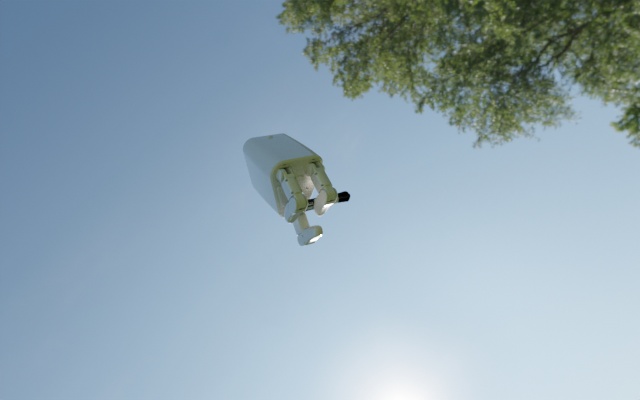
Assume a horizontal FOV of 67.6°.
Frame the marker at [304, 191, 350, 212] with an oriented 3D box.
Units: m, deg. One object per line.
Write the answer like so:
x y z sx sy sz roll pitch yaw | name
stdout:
0.000 0.003 0.789 0.121 0.020 0.020 -13 7 -34 | marker
